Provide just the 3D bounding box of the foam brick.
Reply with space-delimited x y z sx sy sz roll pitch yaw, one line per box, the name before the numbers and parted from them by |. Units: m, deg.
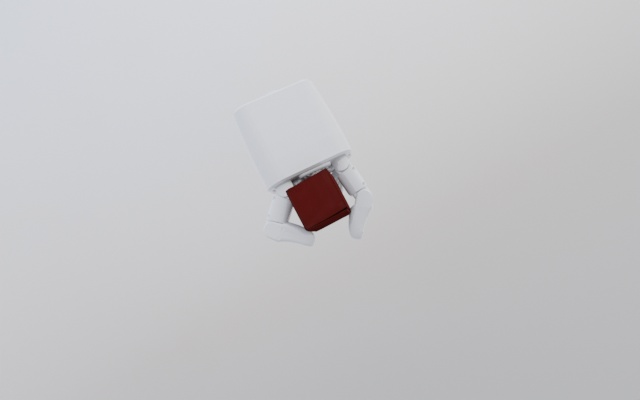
foam brick | 0.000 0.002 0.548 0.053 0.051 0.078 -28 -7 4
